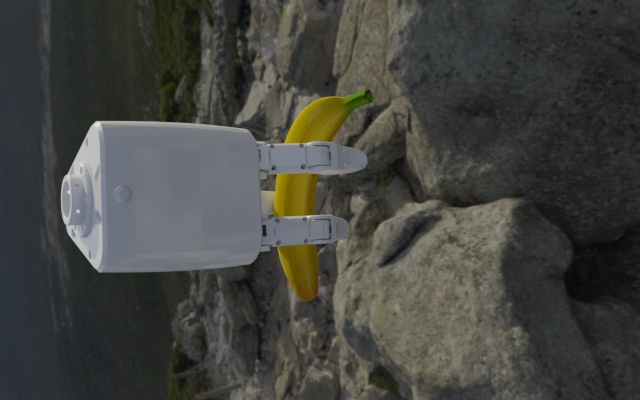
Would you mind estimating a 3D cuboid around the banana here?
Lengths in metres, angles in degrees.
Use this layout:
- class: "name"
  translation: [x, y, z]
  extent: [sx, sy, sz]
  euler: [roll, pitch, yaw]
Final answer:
- class: "banana"
  translation: [-0.012, -0.008, 0.429]
  extent: [0.037, 0.198, 0.069]
  euler: [-2, 22, -46]
